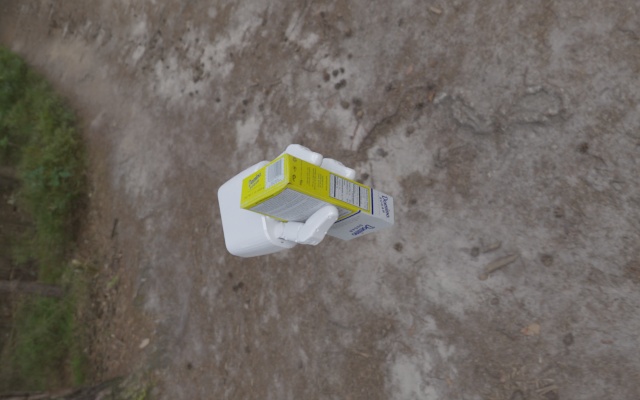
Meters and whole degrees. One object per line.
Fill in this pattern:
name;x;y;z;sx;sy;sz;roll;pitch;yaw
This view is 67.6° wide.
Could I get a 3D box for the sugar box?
sugar box;0.000;0.001;0.593;0.176;0.048;0.093;18;-28;-38
